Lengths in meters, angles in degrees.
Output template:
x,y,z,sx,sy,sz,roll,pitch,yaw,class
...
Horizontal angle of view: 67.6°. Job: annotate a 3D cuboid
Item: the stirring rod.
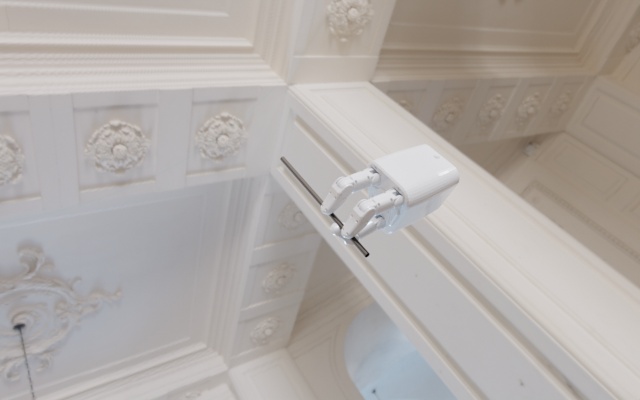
x,y,z,sx,sy,sz,roll,pitch,yaw,class
0.000,0.002,0.719,0.011,0.011,0.239,0,37,-41,stirring rod
